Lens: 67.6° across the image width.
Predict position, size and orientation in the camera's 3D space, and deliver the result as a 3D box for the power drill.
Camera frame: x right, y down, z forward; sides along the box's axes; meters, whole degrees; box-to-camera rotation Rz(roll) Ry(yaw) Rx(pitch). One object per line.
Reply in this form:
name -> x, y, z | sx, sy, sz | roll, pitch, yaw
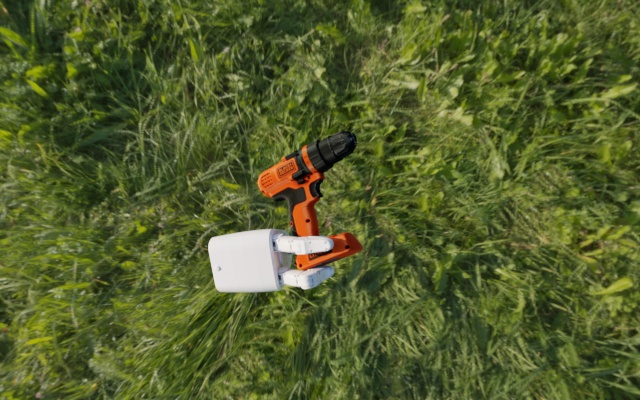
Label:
power drill -> 0.000, 0.003, 0.750 | 0.184, 0.187, 0.057 | -27, -18, 27
